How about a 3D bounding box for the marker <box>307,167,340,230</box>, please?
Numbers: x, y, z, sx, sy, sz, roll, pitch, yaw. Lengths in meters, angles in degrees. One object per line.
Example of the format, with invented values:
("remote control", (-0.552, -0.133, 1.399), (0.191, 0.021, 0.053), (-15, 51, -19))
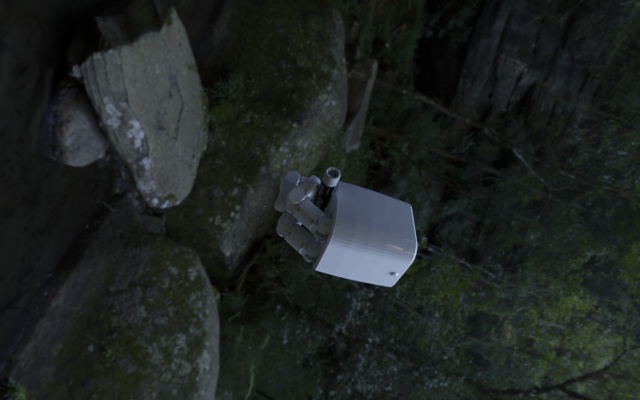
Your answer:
("marker", (0.000, 0.002, 0.605), (0.020, 0.020, 0.121), (0, -35, -17))
